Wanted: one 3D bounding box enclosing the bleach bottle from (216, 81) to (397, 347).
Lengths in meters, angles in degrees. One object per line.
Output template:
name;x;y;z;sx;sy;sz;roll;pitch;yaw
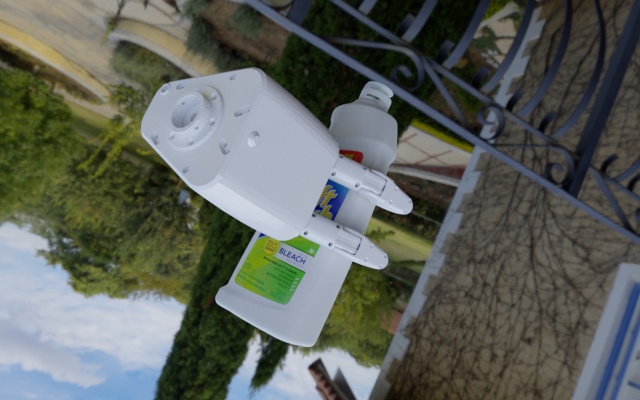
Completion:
bleach bottle;0.000;0.002;0.454;0.102;0.251;0.068;19;-10;33
